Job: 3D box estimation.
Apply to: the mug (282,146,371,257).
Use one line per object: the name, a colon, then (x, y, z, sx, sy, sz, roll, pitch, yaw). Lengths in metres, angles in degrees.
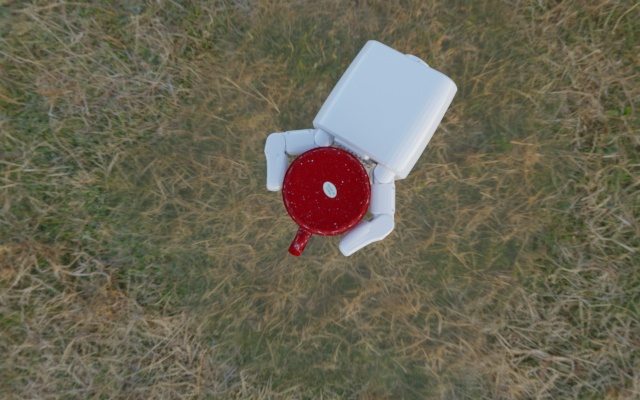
mug: (-0.001, 0.003, 0.466, 0.093, 0.117, 0.081, 31, 1, 1)
